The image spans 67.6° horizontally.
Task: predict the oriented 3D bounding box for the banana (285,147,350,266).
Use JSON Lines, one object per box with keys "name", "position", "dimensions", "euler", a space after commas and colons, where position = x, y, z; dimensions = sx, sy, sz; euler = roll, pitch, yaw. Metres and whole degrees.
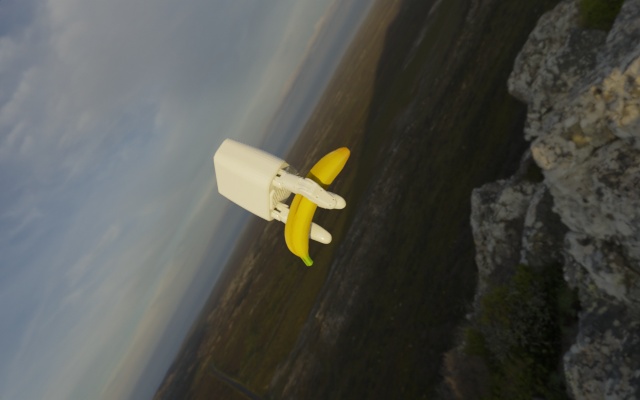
{"name": "banana", "position": [-0.012, 0.002, 0.742], "dimensions": [0.037, 0.198, 0.069], "euler": [22, 3, 38]}
